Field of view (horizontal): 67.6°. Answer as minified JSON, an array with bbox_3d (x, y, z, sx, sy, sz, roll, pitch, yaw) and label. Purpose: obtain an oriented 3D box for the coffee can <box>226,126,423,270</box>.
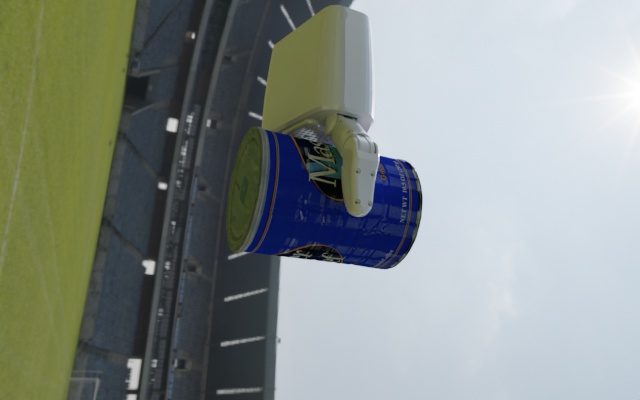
[{"bbox_3d":[0.000,0.001,0.411,0.140,0.103,0.103,10,-4,-22],"label":"coffee can"}]
